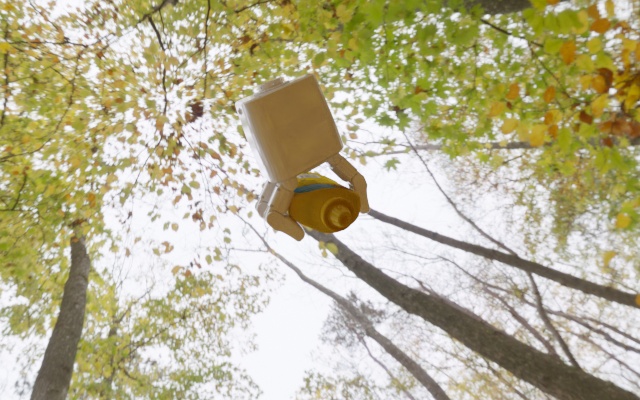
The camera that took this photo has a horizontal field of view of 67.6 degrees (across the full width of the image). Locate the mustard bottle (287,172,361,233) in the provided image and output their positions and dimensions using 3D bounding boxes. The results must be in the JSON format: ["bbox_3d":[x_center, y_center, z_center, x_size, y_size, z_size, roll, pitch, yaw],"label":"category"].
[{"bbox_3d":[0.000,0.002,0.637,0.096,0.058,0.191,-1,11,-18],"label":"mustard bottle"}]
